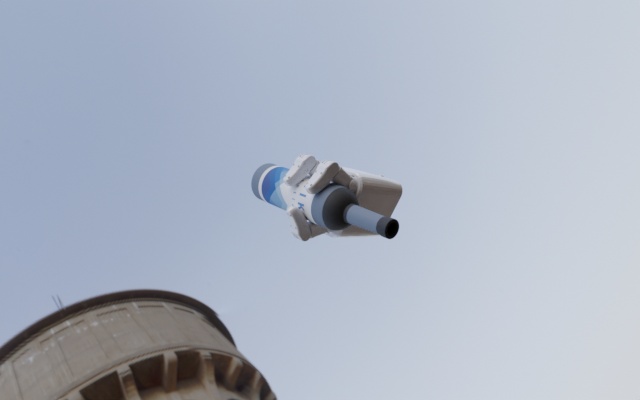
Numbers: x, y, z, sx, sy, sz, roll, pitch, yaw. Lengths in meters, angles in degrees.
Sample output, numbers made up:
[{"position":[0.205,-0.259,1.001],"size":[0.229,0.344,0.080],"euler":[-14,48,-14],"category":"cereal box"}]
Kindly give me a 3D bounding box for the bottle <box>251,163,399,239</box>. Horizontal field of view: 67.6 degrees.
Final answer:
[{"position":[0.000,0.002,0.724],"size":[0.069,0.069,0.295],"euler":[0,14,-41],"category":"bottle"}]
